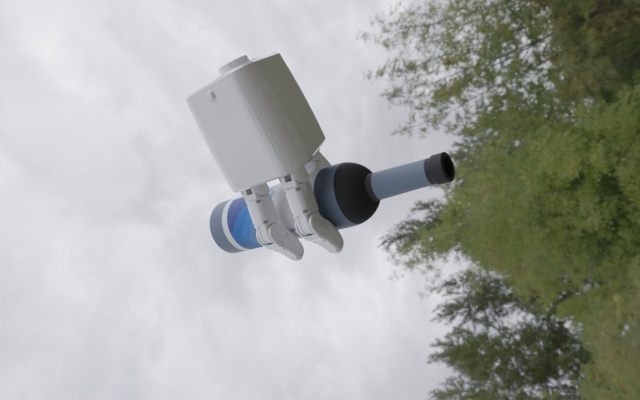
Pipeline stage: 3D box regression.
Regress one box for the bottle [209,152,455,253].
[{"bbox_3d":[0.000,0.002,0.510,0.296,0.069,0.069,-16,-10,37],"label":"bottle"}]
